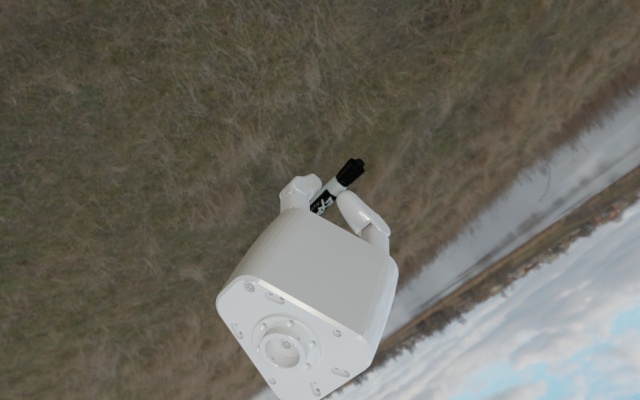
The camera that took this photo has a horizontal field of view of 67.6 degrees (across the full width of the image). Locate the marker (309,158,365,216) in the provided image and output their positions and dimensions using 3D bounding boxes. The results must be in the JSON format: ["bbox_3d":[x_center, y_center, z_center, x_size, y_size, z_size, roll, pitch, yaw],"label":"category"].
[{"bbox_3d":[0.000,0.002,0.471,0.121,0.020,0.020,-45,-25,28],"label":"marker"}]
